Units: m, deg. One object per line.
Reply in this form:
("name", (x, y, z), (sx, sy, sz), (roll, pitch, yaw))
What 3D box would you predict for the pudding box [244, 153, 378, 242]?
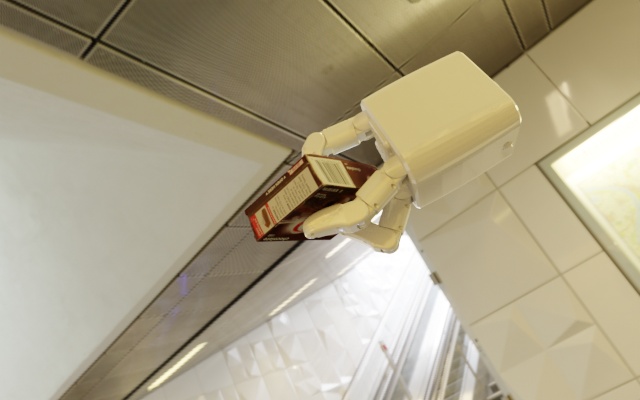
("pudding box", (0.000, 0.001, 0.448), (0.090, 0.039, 0.113), (-41, -28, 29))
